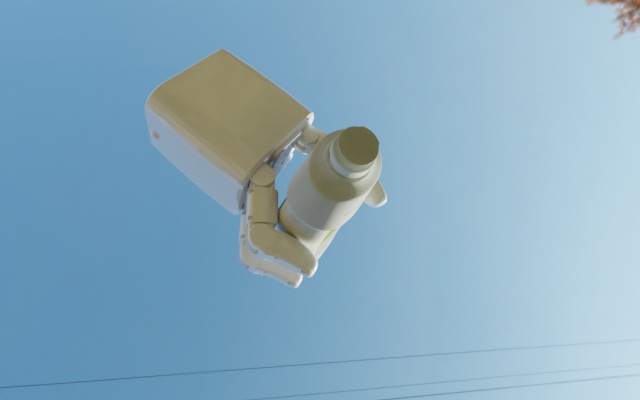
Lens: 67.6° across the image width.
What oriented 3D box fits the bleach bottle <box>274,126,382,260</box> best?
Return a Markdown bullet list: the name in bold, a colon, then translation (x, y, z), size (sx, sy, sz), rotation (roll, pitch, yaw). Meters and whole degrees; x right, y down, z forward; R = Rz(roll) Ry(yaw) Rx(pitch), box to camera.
- **bleach bottle**: translation (0.000, 0.001, 0.422), size (0.068, 0.102, 0.251), rotation (37, -25, 1)
